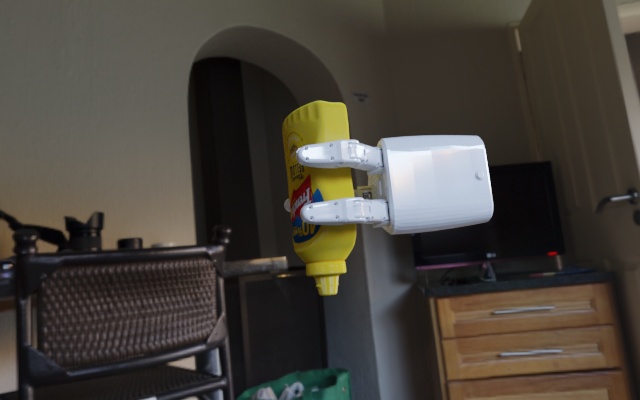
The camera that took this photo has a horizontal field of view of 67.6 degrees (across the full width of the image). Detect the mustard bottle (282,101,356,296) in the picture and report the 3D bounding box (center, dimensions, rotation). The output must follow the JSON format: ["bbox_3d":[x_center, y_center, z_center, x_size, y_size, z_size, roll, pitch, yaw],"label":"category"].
[{"bbox_3d":[0.000,0.001,0.499,0.058,0.191,0.096,-1,-10,-29],"label":"mustard bottle"}]
